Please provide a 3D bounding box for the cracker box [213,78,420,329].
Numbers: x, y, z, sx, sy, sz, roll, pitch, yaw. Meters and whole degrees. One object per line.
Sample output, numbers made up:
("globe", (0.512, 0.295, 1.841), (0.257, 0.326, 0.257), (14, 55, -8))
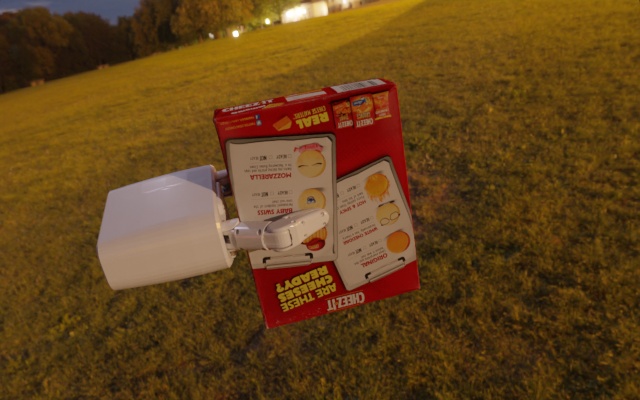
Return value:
("cracker box", (0.000, 0.001, 0.471), (0.164, 0.214, 0.072), (-13, 21, -6))
